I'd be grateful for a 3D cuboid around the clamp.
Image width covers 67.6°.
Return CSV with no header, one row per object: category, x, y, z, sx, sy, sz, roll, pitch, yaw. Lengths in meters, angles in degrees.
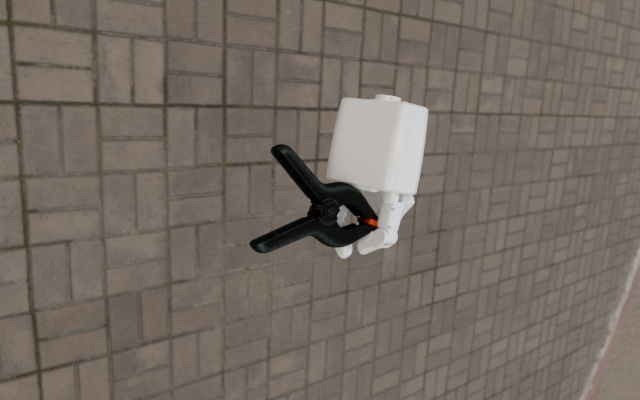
clamp,0.001,0.002,0.558,0.171,0.120,0.039,4,8,-37
